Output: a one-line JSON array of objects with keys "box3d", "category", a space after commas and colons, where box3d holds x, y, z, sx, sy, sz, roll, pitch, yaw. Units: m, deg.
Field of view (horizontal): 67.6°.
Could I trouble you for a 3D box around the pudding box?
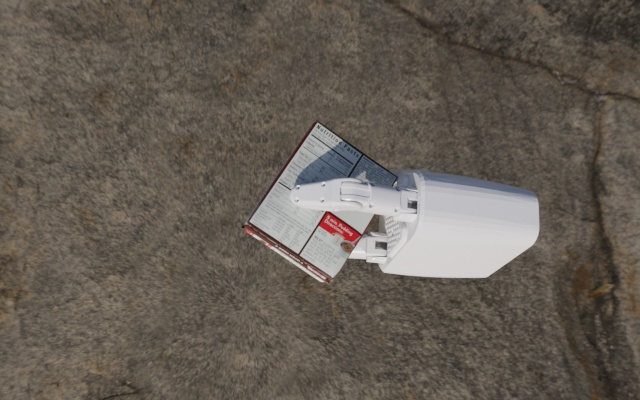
[{"box3d": [0.000, 0.001, 0.412, 0.090, 0.113, 0.039, 34, -17, -4], "category": "pudding box"}]
